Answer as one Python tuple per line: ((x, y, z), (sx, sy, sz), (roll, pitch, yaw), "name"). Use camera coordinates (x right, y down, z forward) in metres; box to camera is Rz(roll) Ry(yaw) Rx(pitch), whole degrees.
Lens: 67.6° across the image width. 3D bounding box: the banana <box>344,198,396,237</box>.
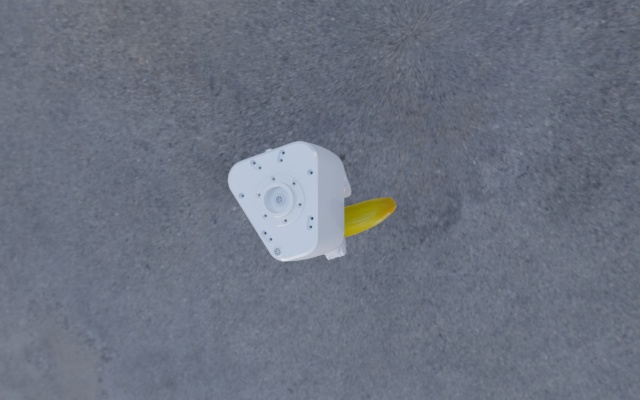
((-0.007, 0.019, 0.600), (0.198, 0.069, 0.037), (6, -21, 20), "banana")
